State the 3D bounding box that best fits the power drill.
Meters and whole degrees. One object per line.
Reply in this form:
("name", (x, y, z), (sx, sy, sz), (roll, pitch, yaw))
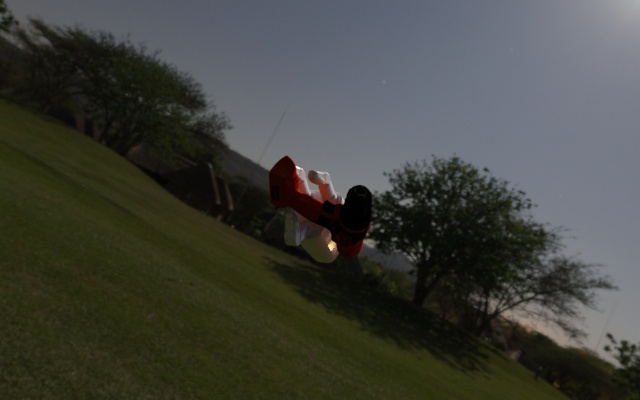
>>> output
("power drill", (0.000, 0.003, 0.801), (0.187, 0.057, 0.185), (34, -32, 18))
